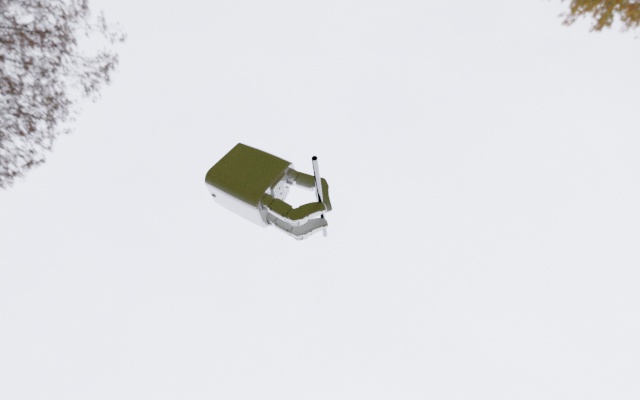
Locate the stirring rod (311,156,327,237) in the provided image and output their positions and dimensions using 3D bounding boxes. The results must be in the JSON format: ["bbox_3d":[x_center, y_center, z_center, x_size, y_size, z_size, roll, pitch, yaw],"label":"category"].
[{"bbox_3d":[0.000,0.002,0.732,0.011,0.011,0.240,0,-29,4],"label":"stirring rod"}]
